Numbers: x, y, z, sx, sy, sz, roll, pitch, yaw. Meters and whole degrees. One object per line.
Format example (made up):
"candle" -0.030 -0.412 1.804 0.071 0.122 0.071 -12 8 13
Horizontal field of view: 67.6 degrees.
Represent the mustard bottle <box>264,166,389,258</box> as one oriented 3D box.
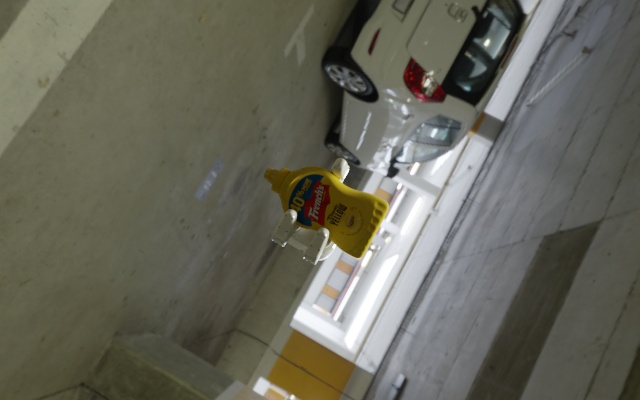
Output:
"mustard bottle" 0.000 0.002 0.726 0.191 0.096 0.058 29 10 6
